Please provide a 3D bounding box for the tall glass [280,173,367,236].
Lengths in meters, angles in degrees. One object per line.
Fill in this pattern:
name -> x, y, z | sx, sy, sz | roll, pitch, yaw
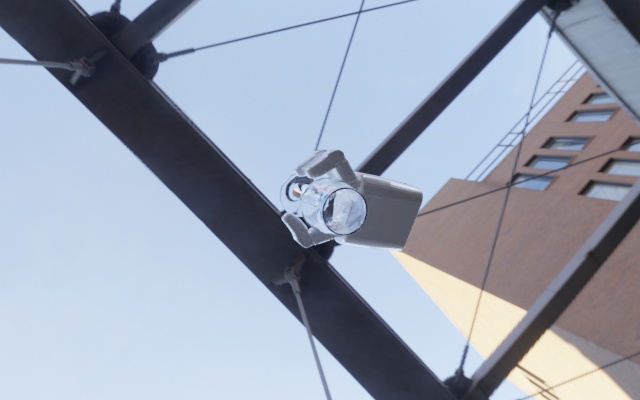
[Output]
tall glass -> 0.000, 0.002, 0.696 | 0.079, 0.079, 0.201 | 0, 7, -18
